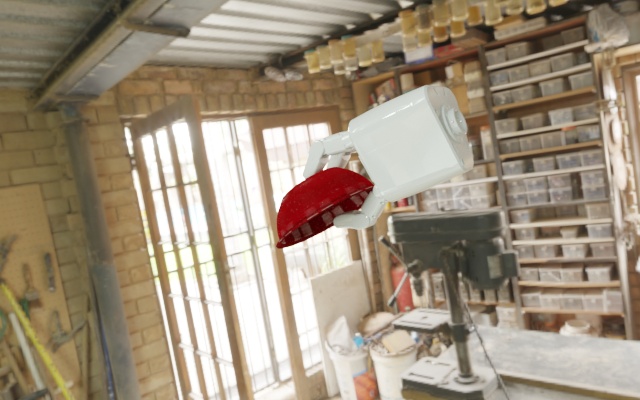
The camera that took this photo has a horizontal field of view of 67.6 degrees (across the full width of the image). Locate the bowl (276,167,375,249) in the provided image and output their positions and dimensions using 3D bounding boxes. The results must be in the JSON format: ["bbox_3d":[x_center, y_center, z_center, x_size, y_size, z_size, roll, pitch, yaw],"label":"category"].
[{"bbox_3d":[-0.001,0.002,0.643,0.162,0.055,0.162,-29,-11,-6],"label":"bowl"}]
